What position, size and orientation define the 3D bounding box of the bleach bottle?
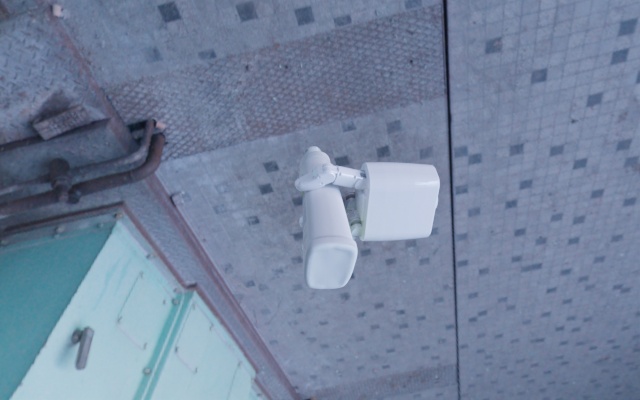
[{"bbox_3d":[0.000,0.002,0.712,0.068,0.250,0.103,1,-45,-9],"label":"bleach bottle"}]
